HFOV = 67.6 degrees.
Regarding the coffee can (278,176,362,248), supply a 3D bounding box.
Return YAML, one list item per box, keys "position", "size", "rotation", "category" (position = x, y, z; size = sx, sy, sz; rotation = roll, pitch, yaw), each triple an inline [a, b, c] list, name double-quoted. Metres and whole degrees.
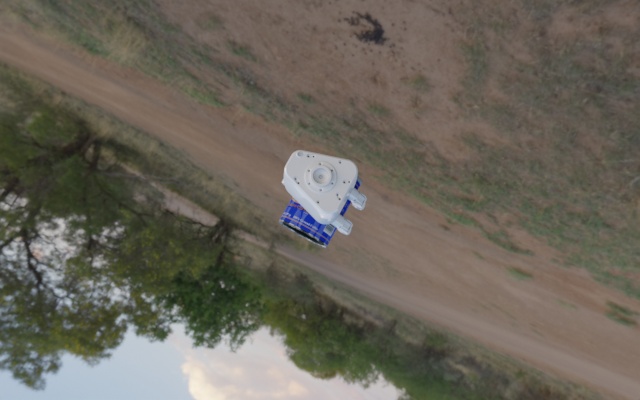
- position: [0.000, 0.003, 0.891]
  size: [0.103, 0.140, 0.103]
  rotation: [28, -9, 5]
  category: "coffee can"
